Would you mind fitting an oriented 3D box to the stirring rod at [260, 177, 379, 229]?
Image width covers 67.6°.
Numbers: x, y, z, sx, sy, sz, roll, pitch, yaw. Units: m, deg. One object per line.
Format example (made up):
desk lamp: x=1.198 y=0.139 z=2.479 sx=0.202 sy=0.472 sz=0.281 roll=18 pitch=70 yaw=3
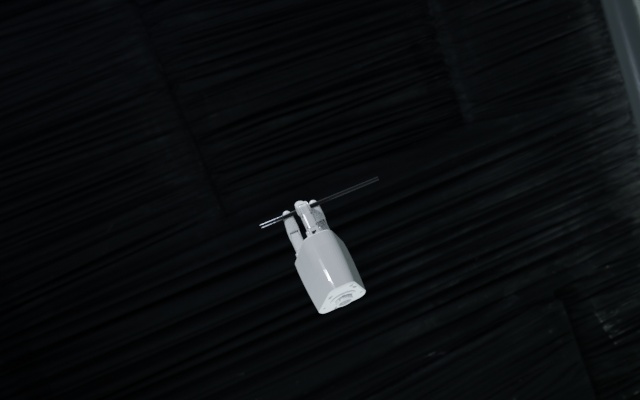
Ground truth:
stirring rod: x=0.000 y=0.003 z=0.895 sx=0.239 sy=0.011 sz=0.011 roll=-22 pitch=4 yaw=-9
